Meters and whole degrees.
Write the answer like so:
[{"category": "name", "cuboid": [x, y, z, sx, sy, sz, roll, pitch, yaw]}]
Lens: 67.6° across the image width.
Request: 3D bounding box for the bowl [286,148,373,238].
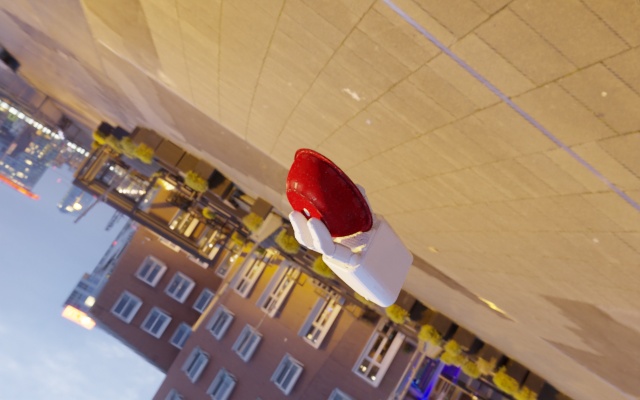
[{"category": "bowl", "cuboid": [-0.001, 0.002, 0.707, 0.055, 0.162, 0.162, -42, 16, -19]}]
